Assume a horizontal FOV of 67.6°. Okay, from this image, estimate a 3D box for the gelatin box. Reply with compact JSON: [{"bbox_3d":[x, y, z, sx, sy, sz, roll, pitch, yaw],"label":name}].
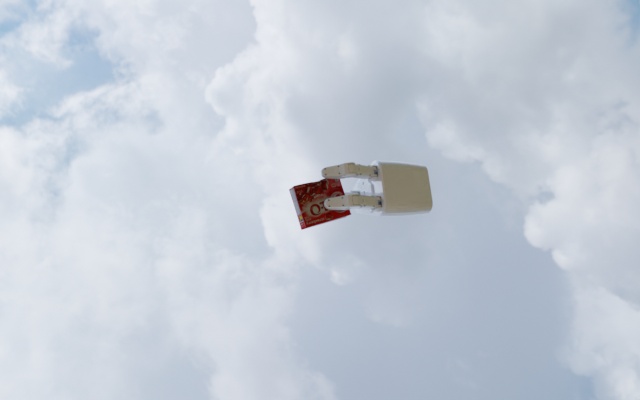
[{"bbox_3d":[0.000,0.003,0.807,0.089,0.073,0.030,-15,-6,-23],"label":"gelatin box"}]
